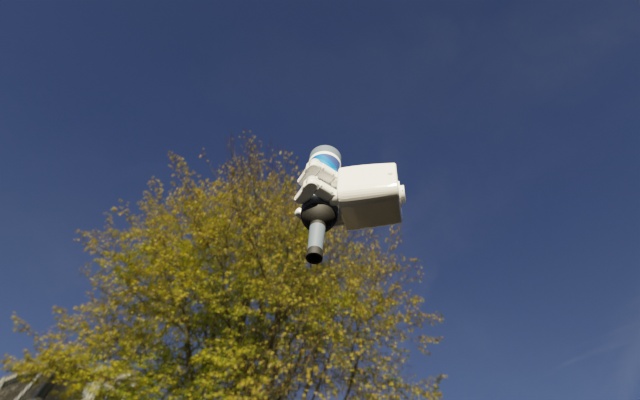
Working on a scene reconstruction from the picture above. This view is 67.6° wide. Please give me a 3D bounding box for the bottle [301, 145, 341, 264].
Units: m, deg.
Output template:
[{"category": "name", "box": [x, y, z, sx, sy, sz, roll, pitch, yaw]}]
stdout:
[{"category": "bottle", "box": [0.000, 0.003, 0.879, 0.069, 0.069, 0.295, 0, 38, 5]}]
